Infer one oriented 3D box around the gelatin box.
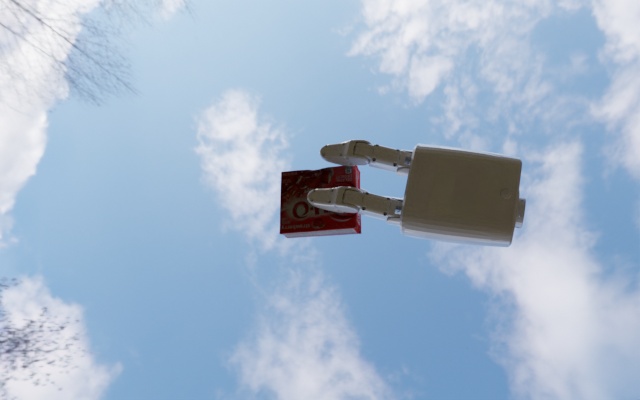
[{"bbox_3d":[0.000,0.002,0.532,0.089,0.073,0.030,-5,-17,15],"label":"gelatin box"}]
